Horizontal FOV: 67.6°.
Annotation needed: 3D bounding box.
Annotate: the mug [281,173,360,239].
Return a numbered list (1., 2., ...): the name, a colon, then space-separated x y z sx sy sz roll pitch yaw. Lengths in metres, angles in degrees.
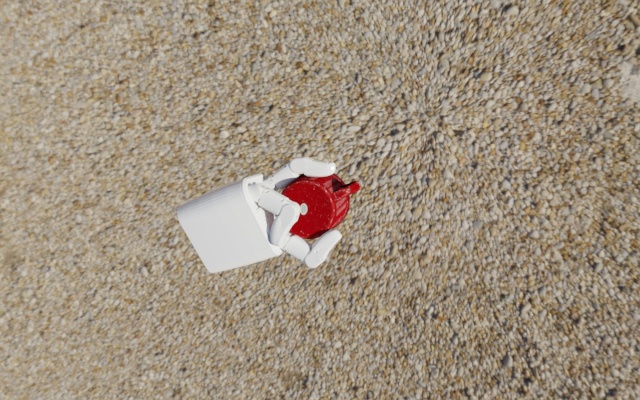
1. mug: 0.001 0.002 0.659 0.117 0.093 0.081 -20 5 15
